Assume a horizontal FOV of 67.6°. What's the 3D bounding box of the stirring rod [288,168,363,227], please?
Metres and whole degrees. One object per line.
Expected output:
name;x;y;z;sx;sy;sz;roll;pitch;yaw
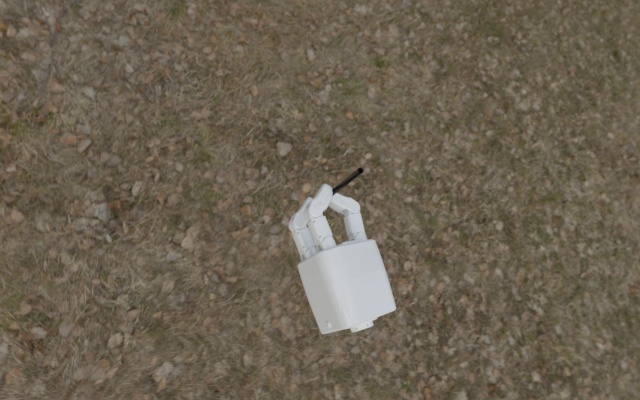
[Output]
stirring rod;0.000;0.002;0.713;0.011;0.011;0.240;0;-20;-27
